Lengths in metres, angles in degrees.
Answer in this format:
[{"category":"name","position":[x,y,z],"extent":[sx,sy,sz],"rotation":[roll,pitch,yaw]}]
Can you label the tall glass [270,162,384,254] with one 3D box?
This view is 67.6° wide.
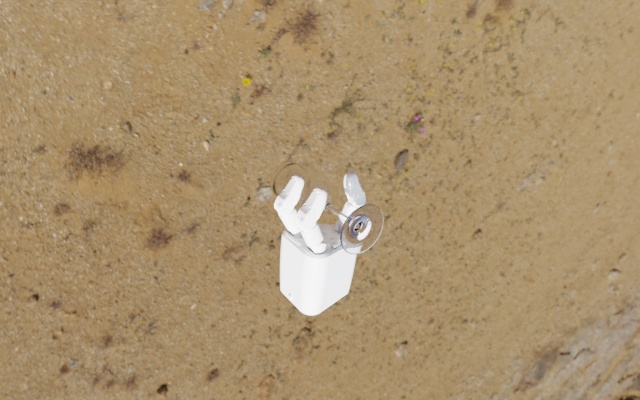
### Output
[{"category":"tall glass","position":[0.001,0.002,0.713],"extent":[0.079,0.079,0.201],"rotation":[0,22,-38]}]
